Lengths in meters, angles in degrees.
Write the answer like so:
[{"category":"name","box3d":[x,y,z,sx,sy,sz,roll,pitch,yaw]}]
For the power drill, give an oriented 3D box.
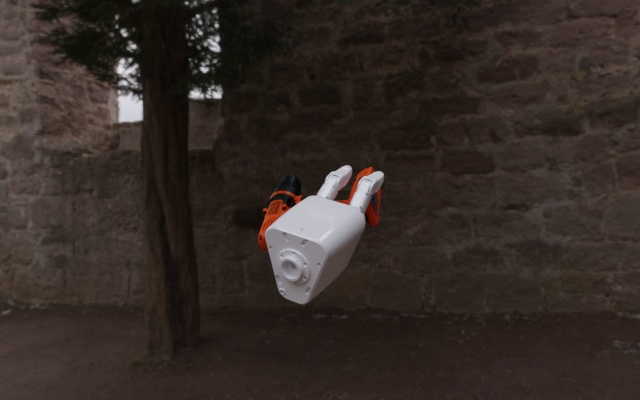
[{"category":"power drill","box3d":[0.000,0.003,0.770,0.187,0.057,0.184,-13,34,19]}]
